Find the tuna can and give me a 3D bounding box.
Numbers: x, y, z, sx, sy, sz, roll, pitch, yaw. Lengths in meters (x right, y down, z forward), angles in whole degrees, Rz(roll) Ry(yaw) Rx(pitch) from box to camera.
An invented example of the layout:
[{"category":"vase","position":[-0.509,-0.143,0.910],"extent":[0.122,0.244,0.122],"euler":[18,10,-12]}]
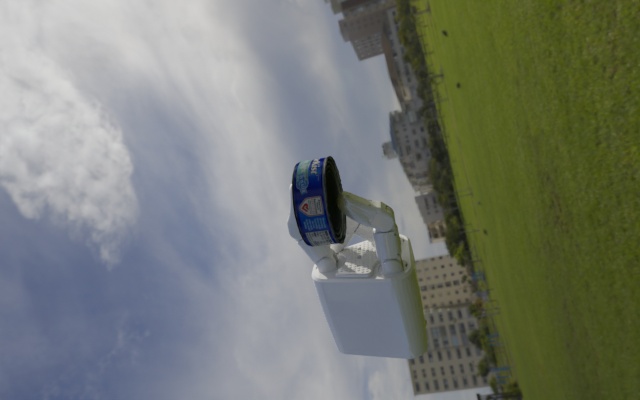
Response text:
[{"category":"tuna can","position":[-0.001,0.002,0.465],"extent":[0.034,0.086,0.086],"euler":[-8,-2,13]}]
